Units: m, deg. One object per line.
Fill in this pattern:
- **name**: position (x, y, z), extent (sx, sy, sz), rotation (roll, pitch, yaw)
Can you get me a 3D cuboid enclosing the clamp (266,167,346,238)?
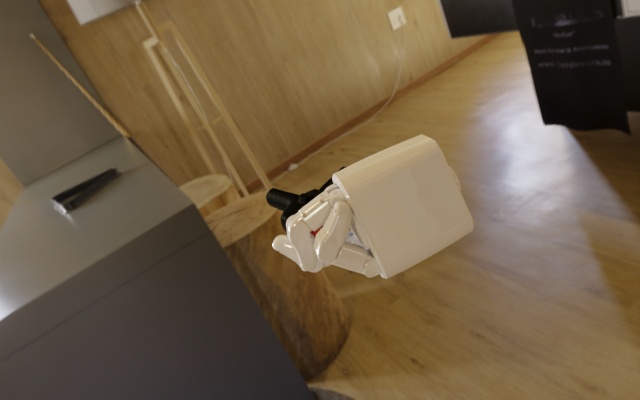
- **clamp**: position (0.000, 0.001, 0.575), extent (0.120, 0.039, 0.171), rotation (-25, 24, -4)
